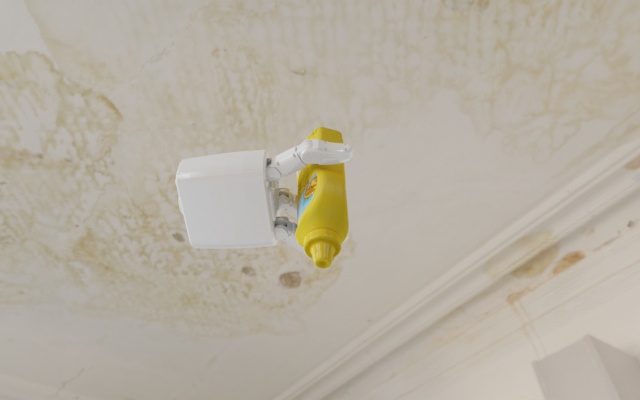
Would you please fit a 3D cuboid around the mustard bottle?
[{"bbox_3d":[0.000,0.002,0.571,0.058,0.096,0.191,14,40,-13],"label":"mustard bottle"}]
